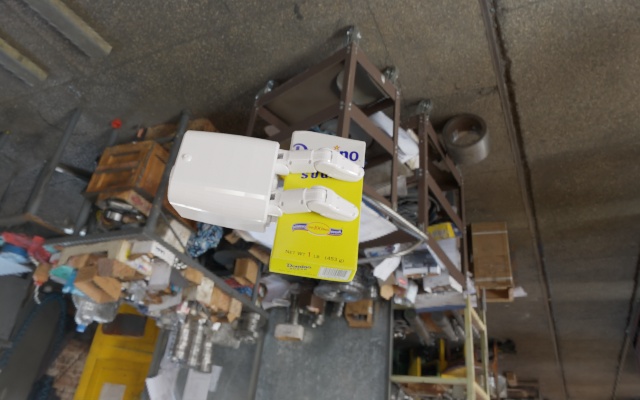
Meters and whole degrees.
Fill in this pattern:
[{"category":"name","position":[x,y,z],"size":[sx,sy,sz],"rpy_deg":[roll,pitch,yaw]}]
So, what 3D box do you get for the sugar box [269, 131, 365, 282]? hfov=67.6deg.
[{"category":"sugar box","position":[0.000,0.002,0.554],"size":[0.093,0.176,0.048],"rpy_deg":[9,-30,-5]}]
